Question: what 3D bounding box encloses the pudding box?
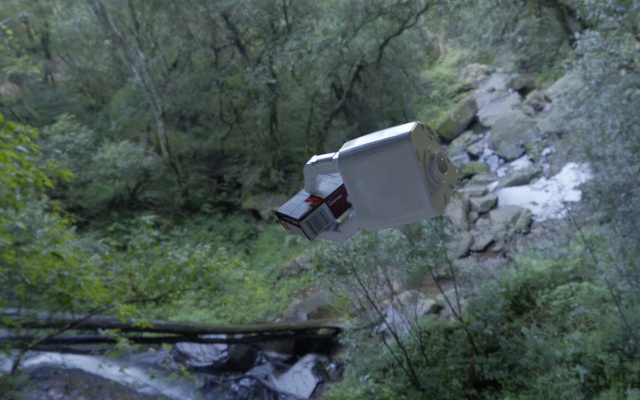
[{"bbox_3d":[0.000,0.002,0.684,0.113,0.039,0.090,-38,21,-17],"label":"pudding box"}]
